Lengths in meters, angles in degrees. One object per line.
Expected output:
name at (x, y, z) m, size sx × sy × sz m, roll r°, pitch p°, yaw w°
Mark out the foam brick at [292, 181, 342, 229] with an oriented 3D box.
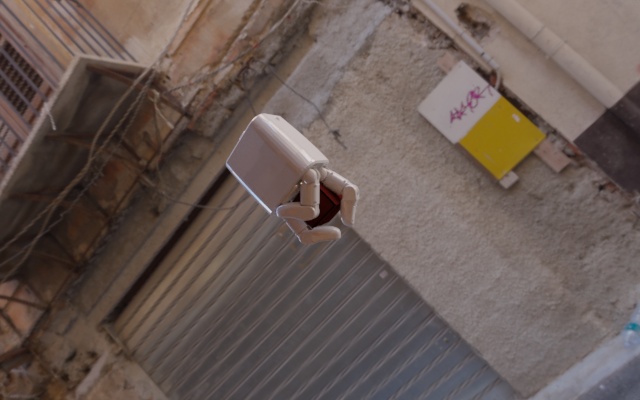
foam brick at (0.000, 0.002, 0.715) m, size 0.051 × 0.053 × 0.078 m, roll 45°, pitch 16°, yaw 9°
